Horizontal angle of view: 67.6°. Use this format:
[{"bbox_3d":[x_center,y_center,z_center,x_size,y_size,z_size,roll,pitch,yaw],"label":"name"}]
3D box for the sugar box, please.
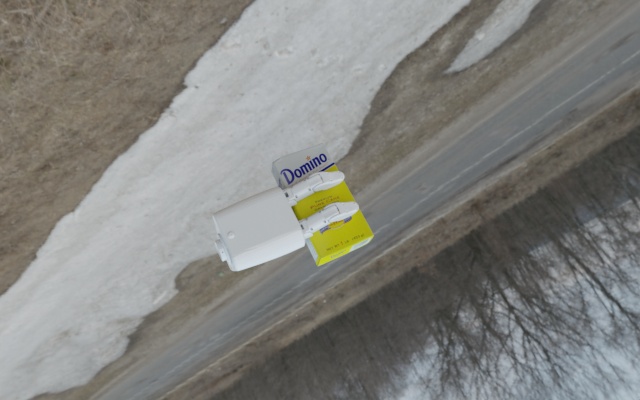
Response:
[{"bbox_3d":[0.000,0.002,0.741,0.093,0.176,0.048,-22,-18,-17],"label":"sugar box"}]
